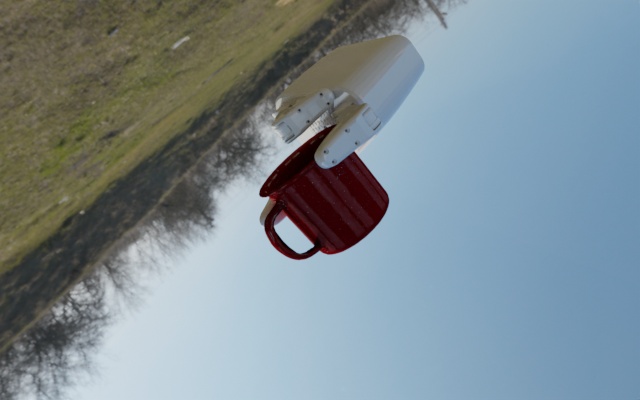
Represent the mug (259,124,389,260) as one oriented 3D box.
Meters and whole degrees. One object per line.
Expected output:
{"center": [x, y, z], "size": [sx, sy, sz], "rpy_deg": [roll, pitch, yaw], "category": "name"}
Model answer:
{"center": [-0.001, 0.002, 0.417], "size": [0.117, 0.081, 0.093], "rpy_deg": [-50, 19, -28], "category": "mug"}
